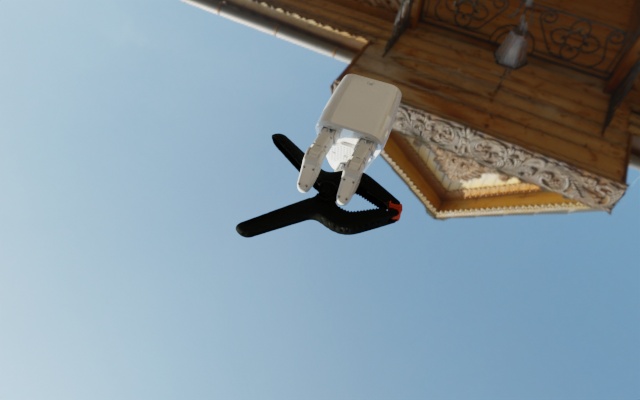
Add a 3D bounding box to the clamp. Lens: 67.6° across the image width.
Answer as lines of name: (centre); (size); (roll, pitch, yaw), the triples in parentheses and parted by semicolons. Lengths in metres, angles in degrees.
clamp: (0.001, 0.002, 0.635); (0.210, 0.164, 0.036); (19, -27, 11)
